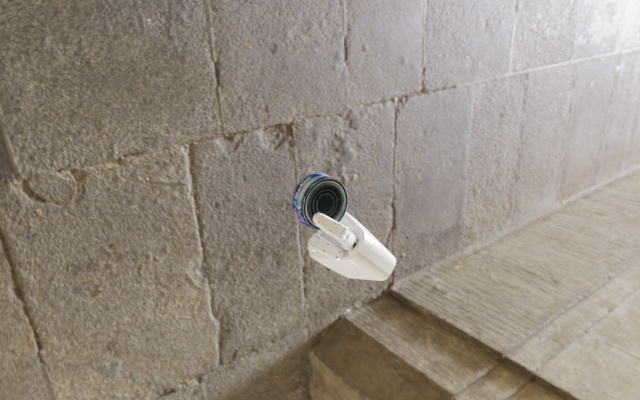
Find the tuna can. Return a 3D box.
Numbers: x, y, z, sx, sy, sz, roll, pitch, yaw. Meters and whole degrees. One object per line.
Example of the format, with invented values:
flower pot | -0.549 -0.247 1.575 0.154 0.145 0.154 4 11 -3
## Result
tuna can | 0.000 0.003 0.735 0.086 0.086 0.033 0 13 -34
